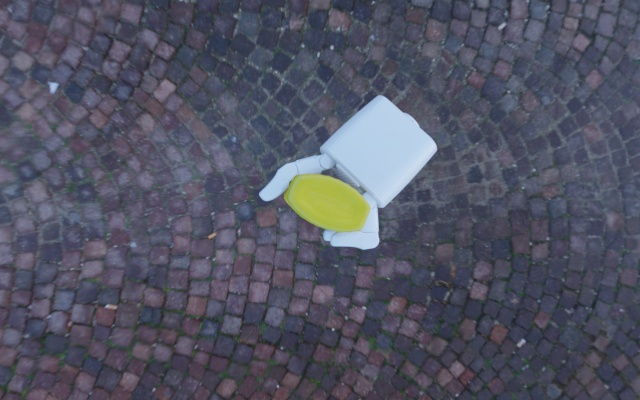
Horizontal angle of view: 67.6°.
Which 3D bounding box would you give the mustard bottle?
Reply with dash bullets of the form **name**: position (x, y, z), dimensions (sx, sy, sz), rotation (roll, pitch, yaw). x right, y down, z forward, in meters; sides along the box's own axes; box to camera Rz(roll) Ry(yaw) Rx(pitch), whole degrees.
- **mustard bottle**: position (0.000, 0.002, 0.624), dimensions (0.096, 0.058, 0.191), rotation (21, -2, -6)
